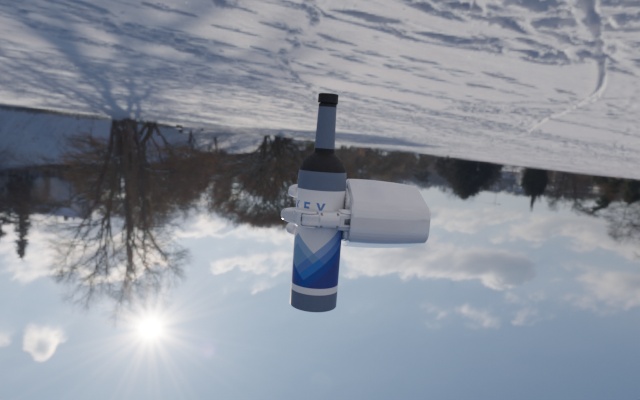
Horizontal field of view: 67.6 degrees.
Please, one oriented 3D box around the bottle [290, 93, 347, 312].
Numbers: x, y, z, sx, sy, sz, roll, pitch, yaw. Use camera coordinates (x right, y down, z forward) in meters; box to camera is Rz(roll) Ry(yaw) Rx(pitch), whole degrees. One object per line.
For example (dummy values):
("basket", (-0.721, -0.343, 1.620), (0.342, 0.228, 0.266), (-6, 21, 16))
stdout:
("bottle", (0.000, 0.002, 0.661), (0.069, 0.296, 0.069), (4, 7, -1))
